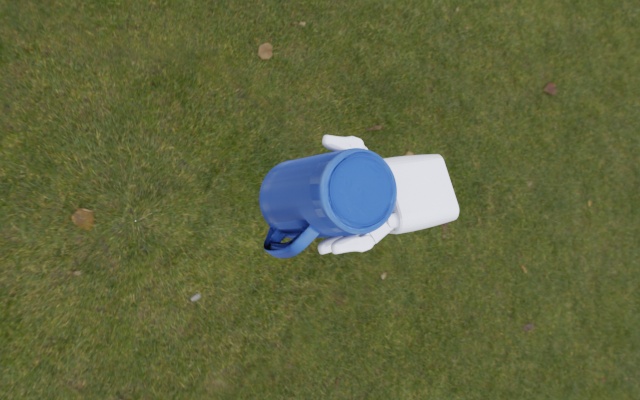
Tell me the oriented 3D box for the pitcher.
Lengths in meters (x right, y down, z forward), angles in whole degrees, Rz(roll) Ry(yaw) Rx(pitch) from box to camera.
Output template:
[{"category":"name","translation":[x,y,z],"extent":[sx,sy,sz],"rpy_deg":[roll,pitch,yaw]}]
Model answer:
[{"category":"pitcher","translation":[0.000,0.002,0.690],"extent":[0.145,0.149,0.243],"rpy_deg":[-9,1,-22]}]
